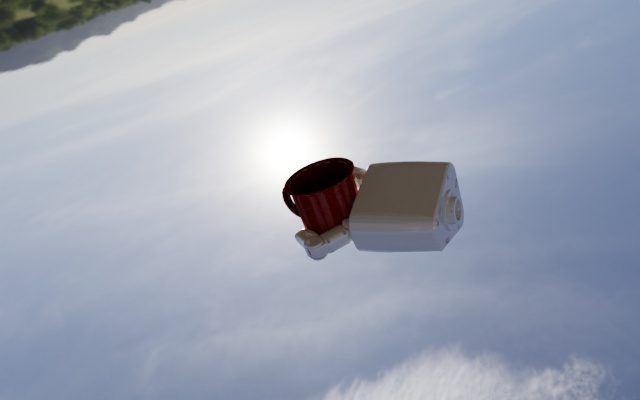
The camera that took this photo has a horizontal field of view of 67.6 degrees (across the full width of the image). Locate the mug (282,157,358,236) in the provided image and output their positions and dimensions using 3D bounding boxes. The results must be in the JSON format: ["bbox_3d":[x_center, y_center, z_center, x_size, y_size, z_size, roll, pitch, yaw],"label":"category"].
[{"bbox_3d":[-0.001,0.002,0.623,0.117,0.081,0.093,-1,33,34],"label":"mug"}]
